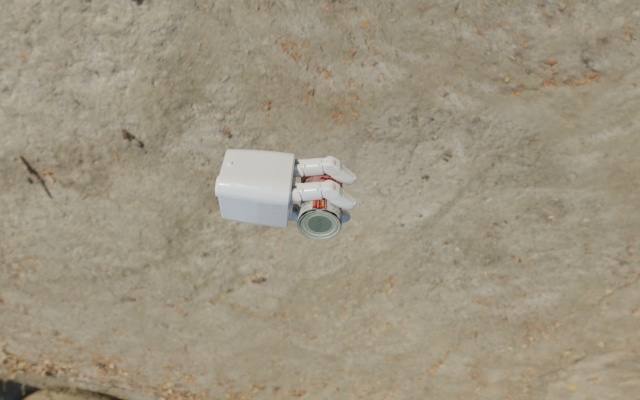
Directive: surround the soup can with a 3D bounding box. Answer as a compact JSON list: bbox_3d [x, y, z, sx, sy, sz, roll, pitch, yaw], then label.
[{"bbox_3d":[0.001,0.003,0.739,0.068,0.069,0.102,0,44,3],"label":"soup can"}]
